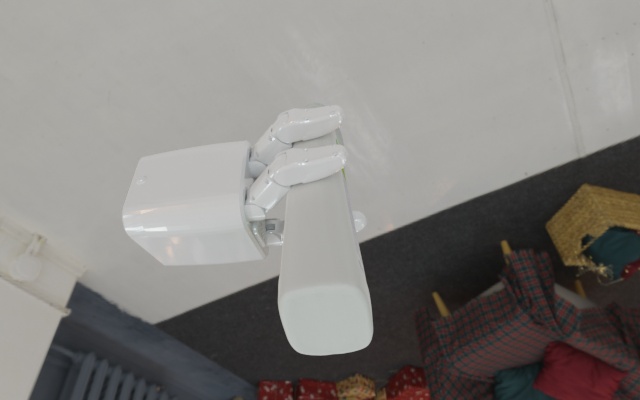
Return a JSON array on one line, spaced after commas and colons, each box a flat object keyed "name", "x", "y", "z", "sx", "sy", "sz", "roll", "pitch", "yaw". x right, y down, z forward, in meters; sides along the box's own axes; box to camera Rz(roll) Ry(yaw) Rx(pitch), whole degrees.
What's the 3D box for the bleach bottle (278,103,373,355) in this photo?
[{"name": "bleach bottle", "x": 0.000, "y": 0.001, "z": 0.436, "sx": 0.068, "sy": 0.250, "sz": 0.103, "roll": -6, "pitch": -44, "yaw": 4}]
